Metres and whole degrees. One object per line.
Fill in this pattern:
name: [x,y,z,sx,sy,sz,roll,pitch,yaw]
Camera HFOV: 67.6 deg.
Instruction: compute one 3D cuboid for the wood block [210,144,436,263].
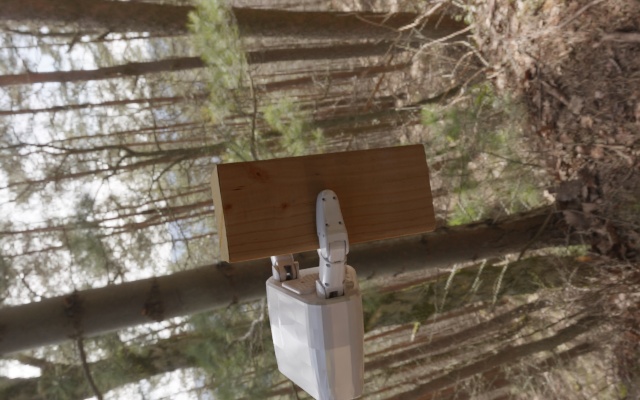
wood block: [0.000,0.002,0.488,0.206,0.090,0.091,-8,-2,-17]
